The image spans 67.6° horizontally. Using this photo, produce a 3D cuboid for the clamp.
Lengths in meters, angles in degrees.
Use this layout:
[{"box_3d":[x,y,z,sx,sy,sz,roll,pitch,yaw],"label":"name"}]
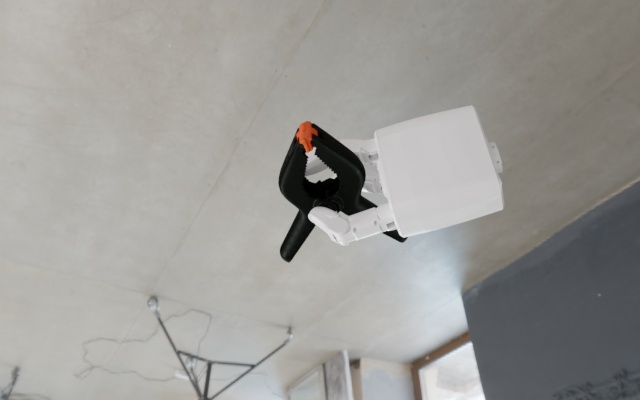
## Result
[{"box_3d":[0.000,0.002,0.543,0.164,0.036,0.210,-16,-43,13],"label":"clamp"}]
